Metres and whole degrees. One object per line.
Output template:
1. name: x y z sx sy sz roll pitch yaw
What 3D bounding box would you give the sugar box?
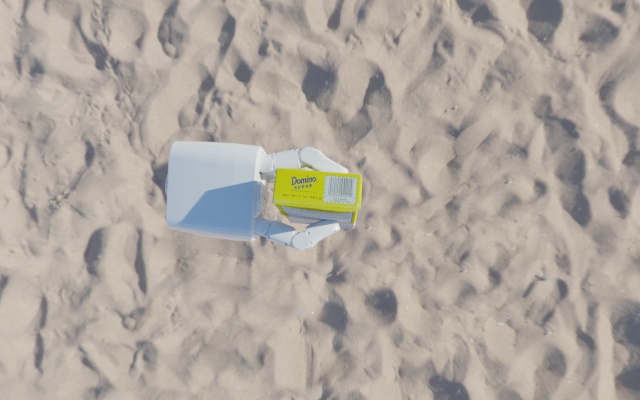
1. sugar box: 0.000 0.001 0.581 0.093 0.048 0.176 6 -7 2
